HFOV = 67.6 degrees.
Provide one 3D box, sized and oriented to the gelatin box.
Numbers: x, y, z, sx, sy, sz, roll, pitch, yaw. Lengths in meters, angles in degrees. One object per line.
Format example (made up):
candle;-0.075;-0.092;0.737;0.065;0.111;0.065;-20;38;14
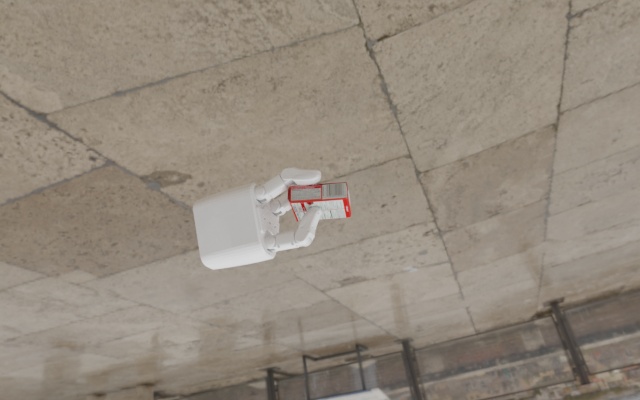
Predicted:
gelatin box;0.000;0.003;0.725;0.089;0.030;0.073;-4;-25;6
